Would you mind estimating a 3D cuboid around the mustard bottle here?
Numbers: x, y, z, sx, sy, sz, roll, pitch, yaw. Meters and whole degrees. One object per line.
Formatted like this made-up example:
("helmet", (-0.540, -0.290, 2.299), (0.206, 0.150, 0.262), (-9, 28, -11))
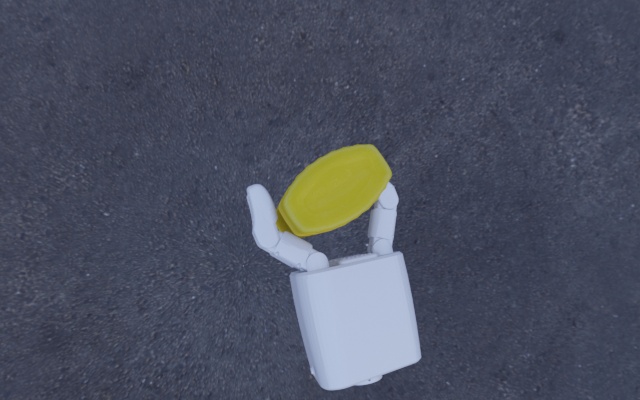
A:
("mustard bottle", (0.000, 0.001, 0.475), (0.096, 0.058, 0.191), (-35, -1, -12))
